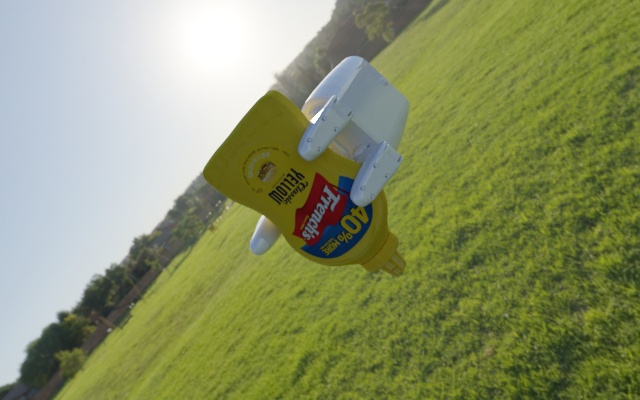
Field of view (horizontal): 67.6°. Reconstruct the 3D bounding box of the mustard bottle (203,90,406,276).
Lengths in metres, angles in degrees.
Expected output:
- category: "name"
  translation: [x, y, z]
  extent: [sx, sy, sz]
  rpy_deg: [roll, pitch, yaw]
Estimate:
- category: "mustard bottle"
  translation: [0.000, 0.001, 0.416]
  extent: [0.191, 0.096, 0.058]
  rpy_deg: [40, 19, -11]
